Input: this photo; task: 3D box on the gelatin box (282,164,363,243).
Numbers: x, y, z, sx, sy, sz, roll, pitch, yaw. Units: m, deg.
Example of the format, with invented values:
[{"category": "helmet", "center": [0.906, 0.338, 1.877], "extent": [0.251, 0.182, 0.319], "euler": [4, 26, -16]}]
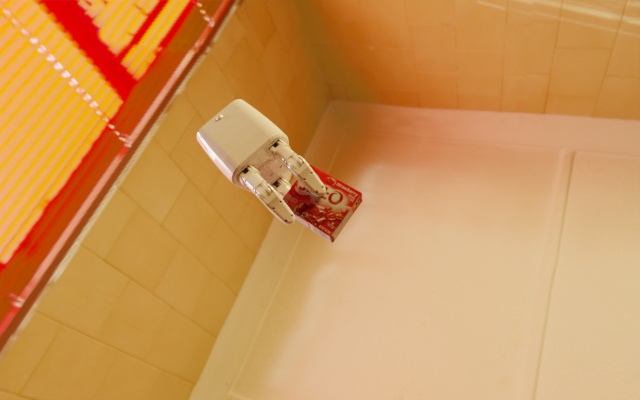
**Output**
[{"category": "gelatin box", "center": [0.000, 0.002, 0.640], "extent": [0.089, 0.073, 0.030], "euler": [31, -16, 20]}]
